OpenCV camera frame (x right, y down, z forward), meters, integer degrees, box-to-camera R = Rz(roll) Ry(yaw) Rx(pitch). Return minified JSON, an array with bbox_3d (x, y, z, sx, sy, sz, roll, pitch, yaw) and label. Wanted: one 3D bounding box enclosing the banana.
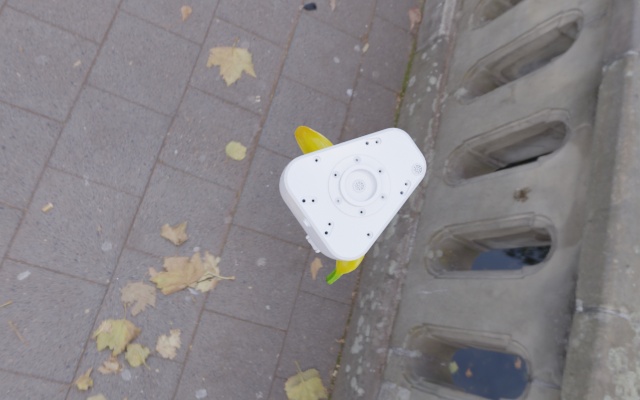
[{"bbox_3d":[0.019,0.002,0.571,0.069,0.198,0.037,-11,1,14],"label":"banana"}]
